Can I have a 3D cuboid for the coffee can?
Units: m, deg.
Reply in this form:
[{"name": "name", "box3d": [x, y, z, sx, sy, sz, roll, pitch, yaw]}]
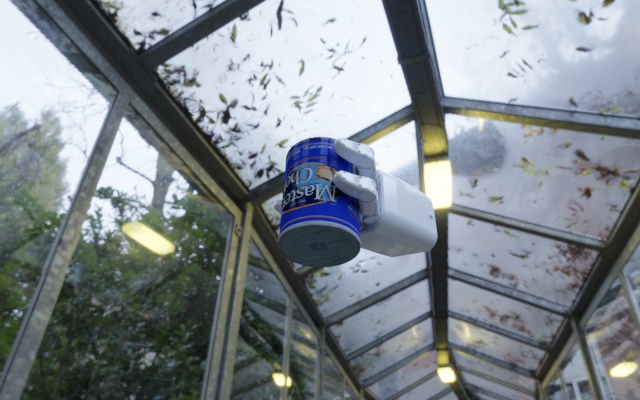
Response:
[{"name": "coffee can", "box3d": [0.000, 0.002, 0.627, 0.103, 0.140, 0.103, 1, -36, 1]}]
